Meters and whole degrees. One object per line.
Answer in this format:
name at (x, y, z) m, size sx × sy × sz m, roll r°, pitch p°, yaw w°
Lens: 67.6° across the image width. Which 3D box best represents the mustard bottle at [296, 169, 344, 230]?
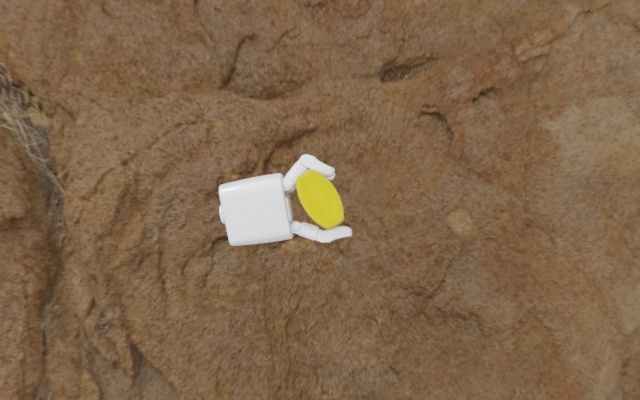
mustard bottle at (0.000, 0.003, 0.818) m, size 0.058 × 0.096 × 0.191 m, roll -34°, pitch -3°, yaw -1°
